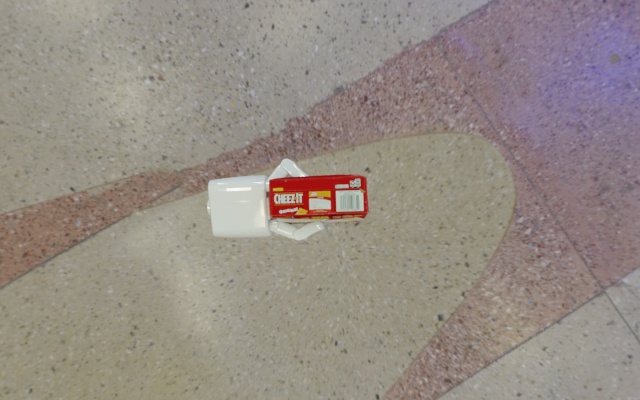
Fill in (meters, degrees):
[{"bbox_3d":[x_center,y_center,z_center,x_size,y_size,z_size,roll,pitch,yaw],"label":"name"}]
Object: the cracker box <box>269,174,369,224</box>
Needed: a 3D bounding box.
[{"bbox_3d":[0.000,0.003,0.882,0.164,0.072,0.214,-2,-6,2],"label":"cracker box"}]
